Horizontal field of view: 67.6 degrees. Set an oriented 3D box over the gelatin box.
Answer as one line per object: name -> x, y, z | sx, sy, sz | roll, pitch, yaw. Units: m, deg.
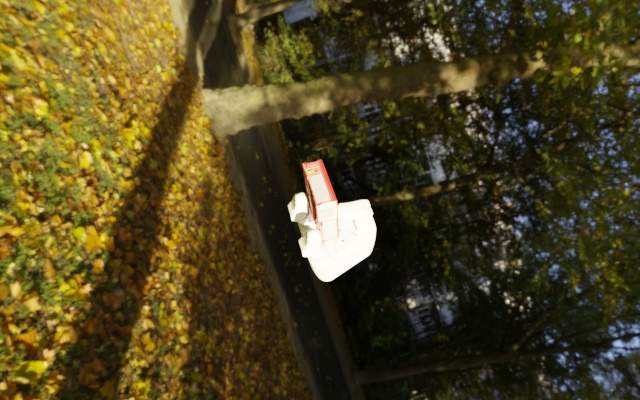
gelatin box -> 0.001, 0.002, 0.637 | 0.030, 0.073, 0.089 | -14, -36, -6
